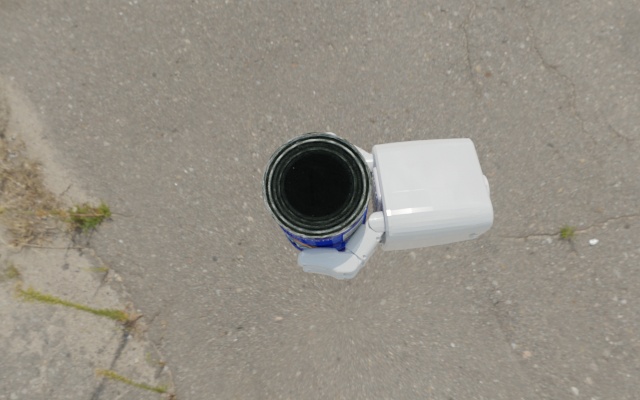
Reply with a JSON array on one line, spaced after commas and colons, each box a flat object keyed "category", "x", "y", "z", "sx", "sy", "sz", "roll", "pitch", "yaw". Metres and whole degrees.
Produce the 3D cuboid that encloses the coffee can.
[{"category": "coffee can", "x": 0.000, "y": 0.002, "z": 0.506, "sx": 0.103, "sy": 0.102, "sz": 0.140, "roll": 0, "pitch": -14, "yaw": 3}]
